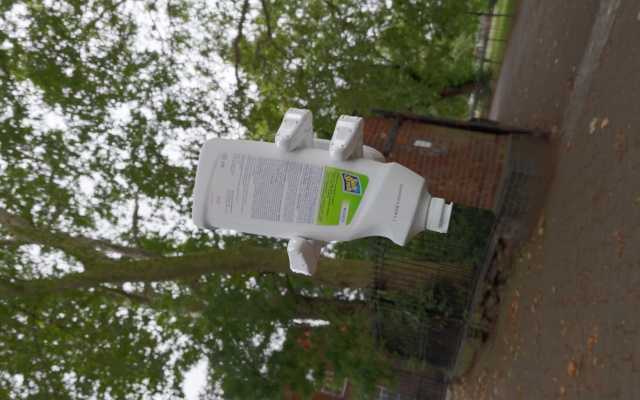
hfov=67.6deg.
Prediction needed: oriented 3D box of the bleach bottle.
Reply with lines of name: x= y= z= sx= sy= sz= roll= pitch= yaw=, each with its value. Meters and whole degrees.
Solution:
bleach bottle: x=0.000 y=0.001 z=0.476 sx=0.251 sy=0.102 sz=0.068 roll=11 pitch=8 yaw=16
